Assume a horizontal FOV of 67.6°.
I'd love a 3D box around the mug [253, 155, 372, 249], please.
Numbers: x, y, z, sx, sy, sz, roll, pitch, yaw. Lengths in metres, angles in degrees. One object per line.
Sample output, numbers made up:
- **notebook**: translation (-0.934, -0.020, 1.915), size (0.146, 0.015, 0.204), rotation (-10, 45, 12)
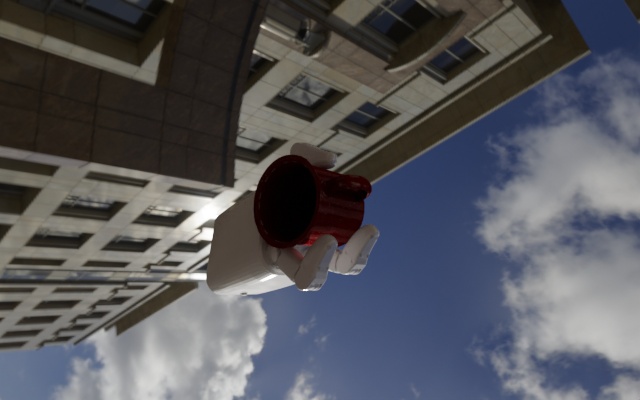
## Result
- **mug**: translation (0.001, 0.001, 0.486), size (0.117, 0.093, 0.081), rotation (-28, -25, 35)
